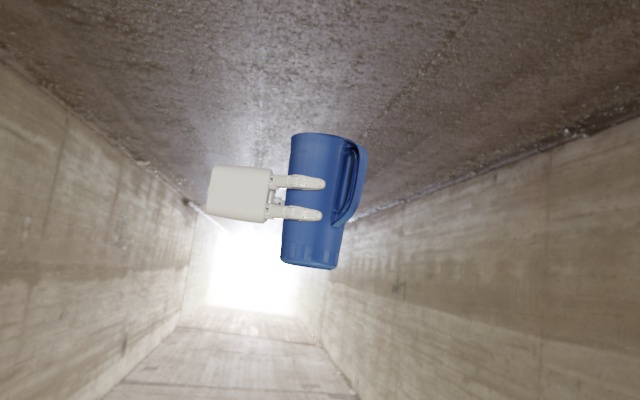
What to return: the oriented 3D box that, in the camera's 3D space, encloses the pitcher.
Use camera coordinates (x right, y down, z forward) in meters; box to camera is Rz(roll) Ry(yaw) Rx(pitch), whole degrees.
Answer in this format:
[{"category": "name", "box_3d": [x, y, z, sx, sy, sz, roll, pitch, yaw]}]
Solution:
[{"category": "pitcher", "box_3d": [0.000, 0.003, 0.883, 0.145, 0.243, 0.149, 8, -9, 1]}]
